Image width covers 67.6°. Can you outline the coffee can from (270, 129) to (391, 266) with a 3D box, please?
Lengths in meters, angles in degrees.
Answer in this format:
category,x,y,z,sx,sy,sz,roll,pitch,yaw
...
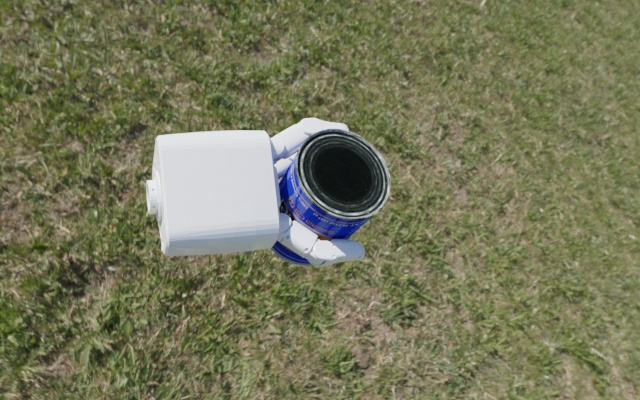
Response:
category,x,y,z,sx,sy,sz,roll,pitch,yaw
coffee can,0.000,0.002,0.528,0.103,0.102,0.140,0,-25,-23
